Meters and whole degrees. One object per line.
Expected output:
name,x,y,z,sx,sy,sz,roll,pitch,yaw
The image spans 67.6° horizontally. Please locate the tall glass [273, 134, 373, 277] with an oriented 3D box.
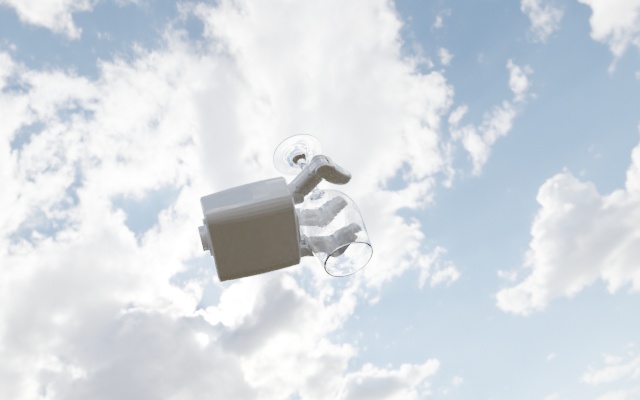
tall glass,0.000,0.001,0.618,0.079,0.079,0.201,0,42,-27
